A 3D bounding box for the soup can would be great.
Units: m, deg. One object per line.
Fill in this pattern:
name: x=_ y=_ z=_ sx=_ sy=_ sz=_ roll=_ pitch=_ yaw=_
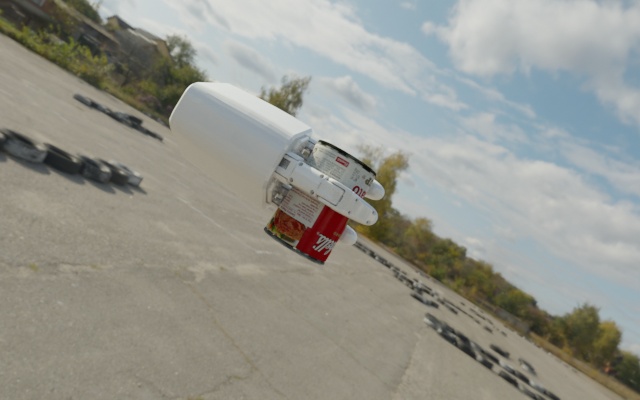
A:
soup can: x=0.001 y=0.002 z=0.461 sx=0.068 sy=0.102 sz=0.068 roll=31 pitch=0 yaw=0
